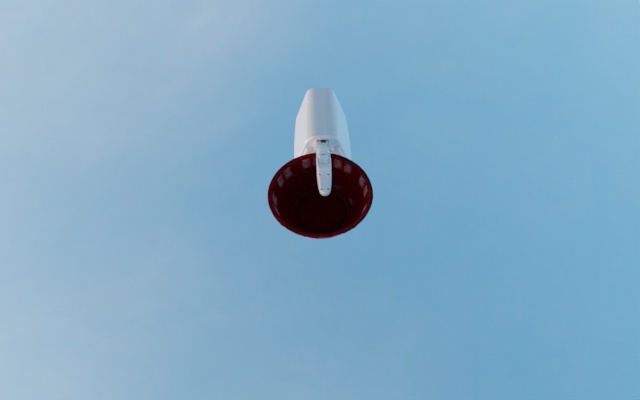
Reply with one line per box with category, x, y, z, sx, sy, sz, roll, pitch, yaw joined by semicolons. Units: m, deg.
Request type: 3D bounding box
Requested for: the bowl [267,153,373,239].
bowl;0.000;0.004;0.749;0.162;0.162;0.055;0;-35;1
